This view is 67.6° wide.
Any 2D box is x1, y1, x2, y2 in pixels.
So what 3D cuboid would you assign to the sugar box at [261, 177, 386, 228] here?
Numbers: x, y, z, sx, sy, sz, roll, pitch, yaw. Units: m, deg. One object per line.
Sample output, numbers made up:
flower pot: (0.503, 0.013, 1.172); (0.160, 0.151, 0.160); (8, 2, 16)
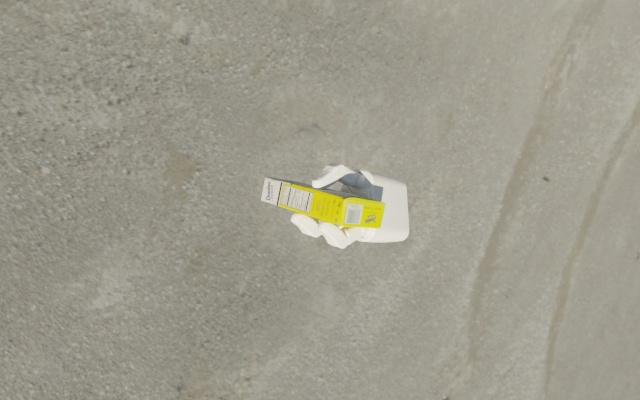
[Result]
sugar box: (0.000, 0.003, 0.729); (0.176, 0.048, 0.093); (12, 3, 43)
